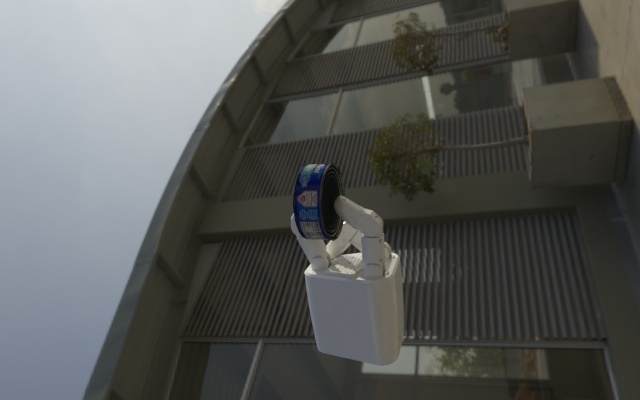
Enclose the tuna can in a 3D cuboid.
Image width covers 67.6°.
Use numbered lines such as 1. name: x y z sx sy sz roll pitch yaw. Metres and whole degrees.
1. tuna can: 0.000 0.002 0.533 0.034 0.086 0.086 0 0 19
